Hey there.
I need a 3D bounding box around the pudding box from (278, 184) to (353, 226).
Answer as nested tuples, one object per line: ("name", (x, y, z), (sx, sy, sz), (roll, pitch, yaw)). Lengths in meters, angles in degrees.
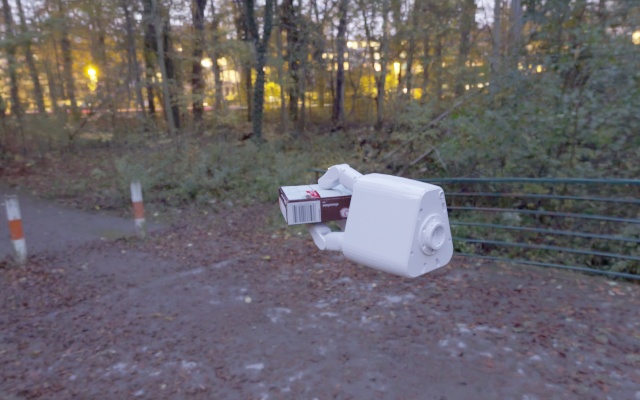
("pudding box", (0.000, 0.002, 0.692), (0.113, 0.039, 0.090), (-3, 14, -11))
